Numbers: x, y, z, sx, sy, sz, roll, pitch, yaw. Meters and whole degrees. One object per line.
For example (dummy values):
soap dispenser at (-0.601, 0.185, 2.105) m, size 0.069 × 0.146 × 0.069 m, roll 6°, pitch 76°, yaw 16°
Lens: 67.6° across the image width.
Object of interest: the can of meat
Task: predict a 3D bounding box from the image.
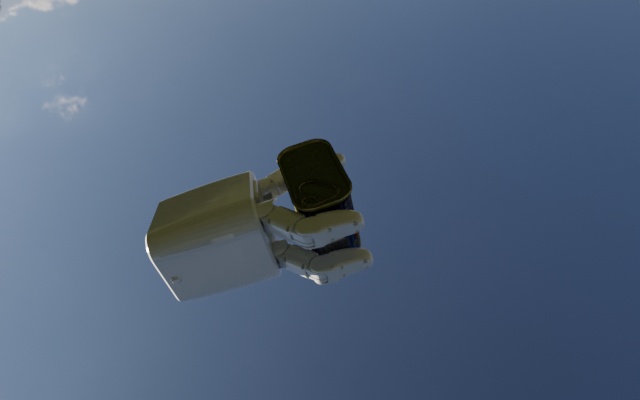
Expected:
can of meat at (0.000, 0.002, 0.482) m, size 0.057 × 0.084 × 0.102 m, roll -19°, pitch 42°, yaw -5°
